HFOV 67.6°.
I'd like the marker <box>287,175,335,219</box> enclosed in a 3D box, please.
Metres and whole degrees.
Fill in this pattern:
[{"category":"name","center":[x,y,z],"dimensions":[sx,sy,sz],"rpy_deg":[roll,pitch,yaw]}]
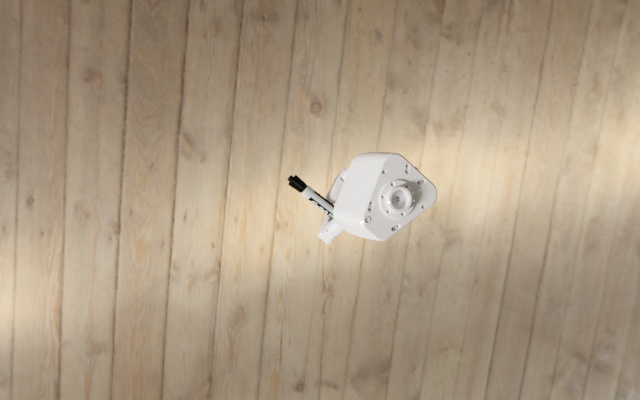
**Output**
[{"category":"marker","center":[0.000,0.002,0.713],"dimensions":[0.121,0.020,0.020],"rpy_deg":[39,-12,-15]}]
